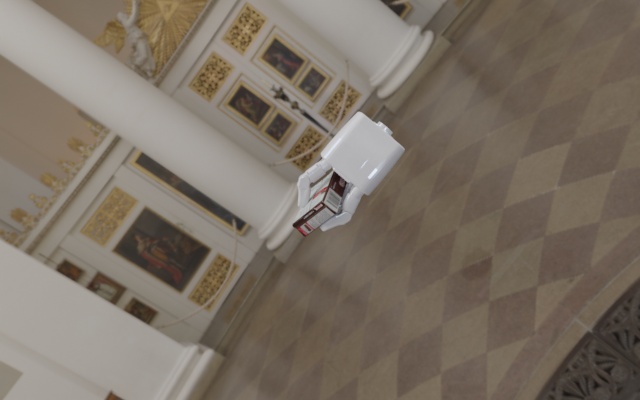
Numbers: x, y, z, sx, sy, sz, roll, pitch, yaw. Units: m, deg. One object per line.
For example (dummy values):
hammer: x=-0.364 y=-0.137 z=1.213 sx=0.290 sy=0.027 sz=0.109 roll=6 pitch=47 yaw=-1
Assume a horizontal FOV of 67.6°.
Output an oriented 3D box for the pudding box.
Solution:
pudding box: x=0.000 y=0.003 z=0.889 sx=0.090 sy=0.039 sz=0.113 roll=-39 pitch=16 yaw=34
